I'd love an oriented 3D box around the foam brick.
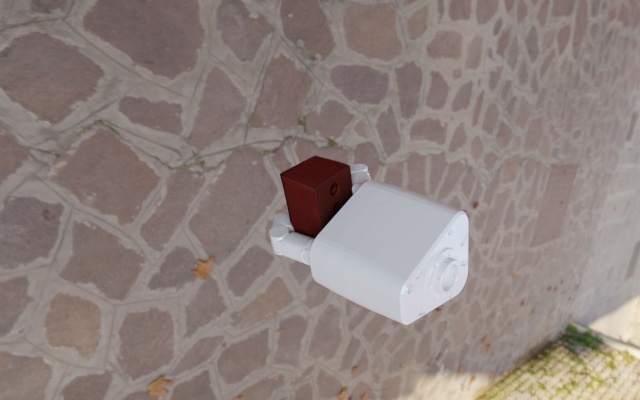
[{"bbox_3d":[0.000,0.001,0.491,0.051,0.078,0.053,20,42,41],"label":"foam brick"}]
